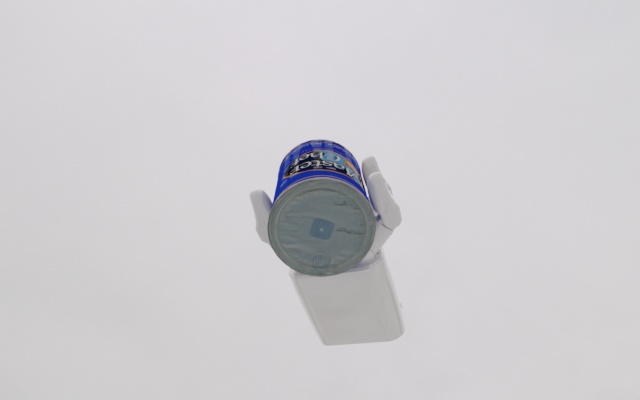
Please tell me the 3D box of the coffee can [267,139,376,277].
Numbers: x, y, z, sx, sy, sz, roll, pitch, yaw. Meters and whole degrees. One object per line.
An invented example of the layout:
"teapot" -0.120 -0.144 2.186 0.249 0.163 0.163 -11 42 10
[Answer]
"coffee can" 0.000 0.002 0.513 0.103 0.103 0.140 0 23 -1
